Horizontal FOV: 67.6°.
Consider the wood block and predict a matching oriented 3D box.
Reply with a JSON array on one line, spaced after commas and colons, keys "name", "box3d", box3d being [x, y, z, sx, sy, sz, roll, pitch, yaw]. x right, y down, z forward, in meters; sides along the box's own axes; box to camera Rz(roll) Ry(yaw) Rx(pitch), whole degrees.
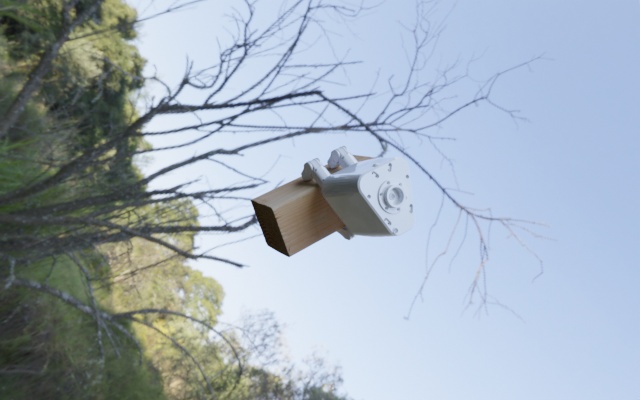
[{"name": "wood block", "box3d": [0.001, 0.003, 0.813, 0.206, 0.091, 0.090, -26, 21, -25]}]
